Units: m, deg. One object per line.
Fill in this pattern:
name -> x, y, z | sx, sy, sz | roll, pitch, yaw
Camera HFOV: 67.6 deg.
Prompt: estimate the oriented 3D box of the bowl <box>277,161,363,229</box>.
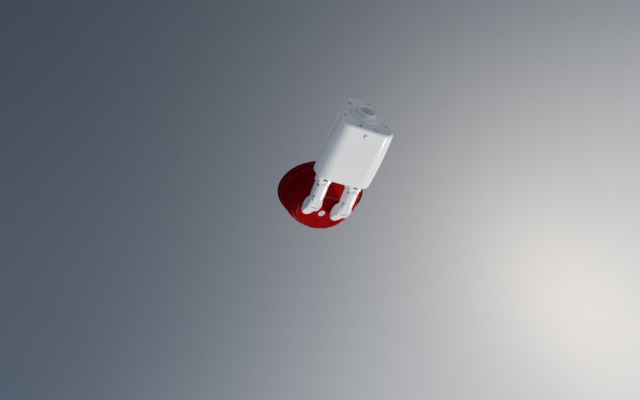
bowl -> 0.000, 0.004, 0.886 | 0.162, 0.055, 0.162 | -1, -42, -1
